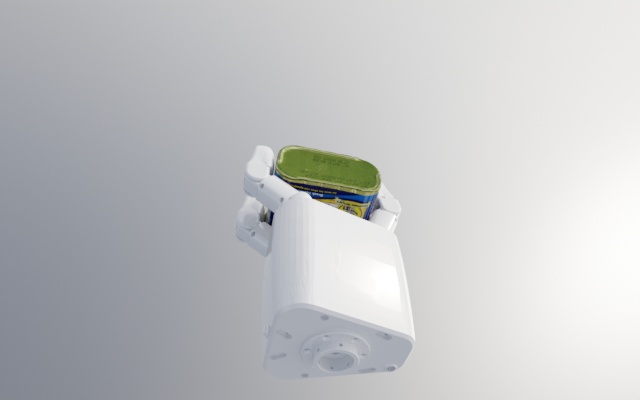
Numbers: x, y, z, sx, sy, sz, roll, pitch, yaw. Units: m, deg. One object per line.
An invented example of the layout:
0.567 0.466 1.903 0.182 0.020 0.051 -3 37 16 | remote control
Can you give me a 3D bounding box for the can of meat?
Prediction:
0.000 0.001 0.453 0.102 0.084 0.057 10 39 -6 | can of meat
